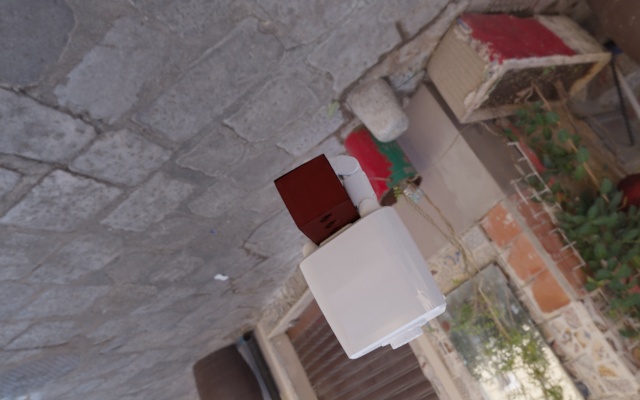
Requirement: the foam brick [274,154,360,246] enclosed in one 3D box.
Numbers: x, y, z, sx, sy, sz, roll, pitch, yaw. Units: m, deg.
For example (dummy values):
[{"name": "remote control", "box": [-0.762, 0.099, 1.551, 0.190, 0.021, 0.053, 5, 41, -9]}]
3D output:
[{"name": "foam brick", "box": [0.000, 0.001, 0.446, 0.053, 0.051, 0.078, -30, -21, 4]}]
